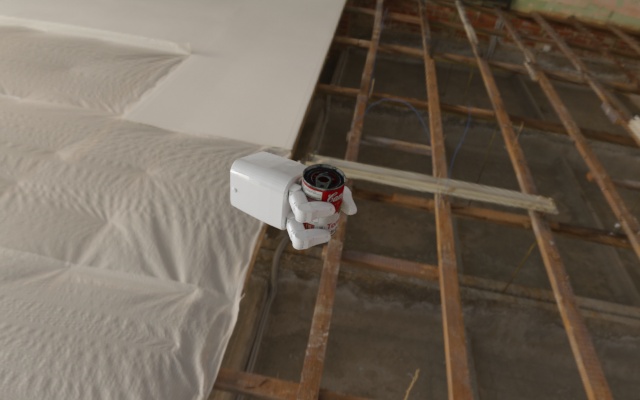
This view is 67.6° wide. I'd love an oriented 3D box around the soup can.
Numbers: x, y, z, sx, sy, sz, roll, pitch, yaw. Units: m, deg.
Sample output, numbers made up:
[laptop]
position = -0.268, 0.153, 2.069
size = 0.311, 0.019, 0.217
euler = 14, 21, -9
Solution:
[soup can]
position = 0.001, 0.003, 0.761
size = 0.068, 0.102, 0.068
euler = 5, 37, -4
